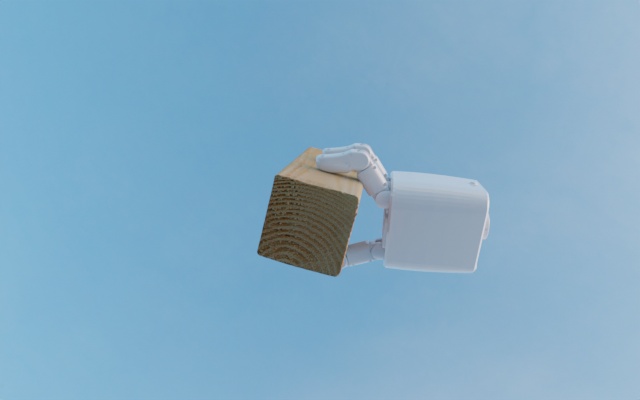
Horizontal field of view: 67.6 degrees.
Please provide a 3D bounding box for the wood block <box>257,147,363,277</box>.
[{"bbox_3d":[0.000,0.002,0.574,0.090,0.091,0.206,15,15,4],"label":"wood block"}]
